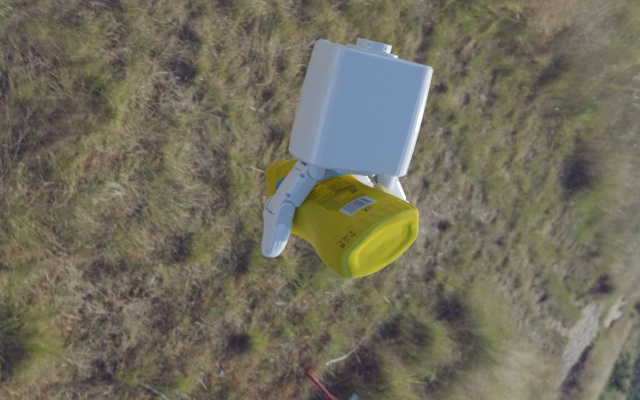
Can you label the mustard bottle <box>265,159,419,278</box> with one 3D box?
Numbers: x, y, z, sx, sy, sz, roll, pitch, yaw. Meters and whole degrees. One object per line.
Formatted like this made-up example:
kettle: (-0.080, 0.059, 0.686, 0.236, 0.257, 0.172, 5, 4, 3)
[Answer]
mustard bottle: (0.000, 0.002, 0.488, 0.096, 0.058, 0.191, -28, 39, -27)
